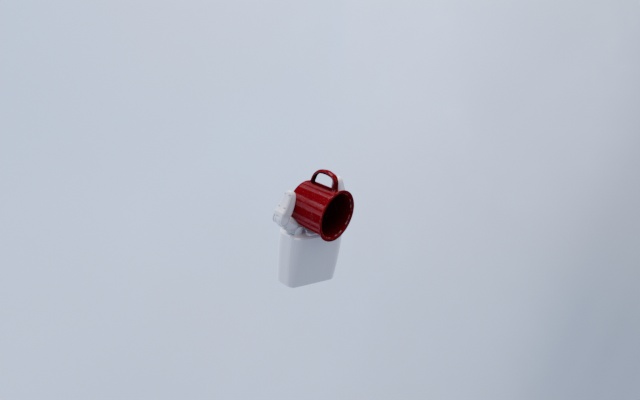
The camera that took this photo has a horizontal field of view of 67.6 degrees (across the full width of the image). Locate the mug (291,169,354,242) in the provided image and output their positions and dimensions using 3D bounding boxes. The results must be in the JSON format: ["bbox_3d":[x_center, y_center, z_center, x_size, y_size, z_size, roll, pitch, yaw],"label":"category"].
[{"bbox_3d":[0.000,0.001,0.822,0.081,0.117,0.093,24,27,34],"label":"mug"}]
